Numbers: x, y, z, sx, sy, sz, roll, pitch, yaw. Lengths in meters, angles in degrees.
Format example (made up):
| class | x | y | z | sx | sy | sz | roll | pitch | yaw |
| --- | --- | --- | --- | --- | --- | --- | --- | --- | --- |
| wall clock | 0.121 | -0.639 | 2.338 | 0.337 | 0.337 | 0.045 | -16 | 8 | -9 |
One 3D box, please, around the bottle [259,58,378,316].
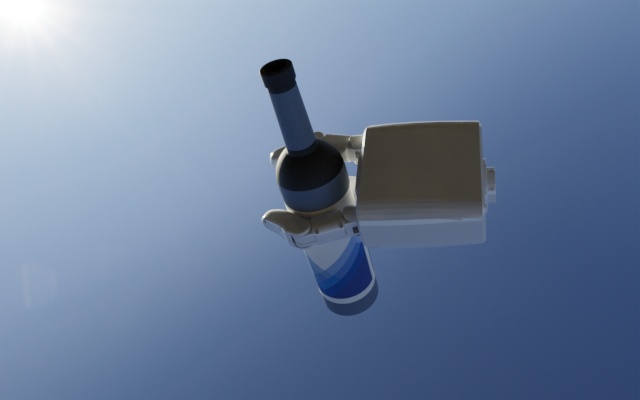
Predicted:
| class | x | y | z | sx | sy | sz | roll | pitch | yaw |
| --- | --- | --- | --- | --- | --- | --- | --- | --- | --- |
| bottle | 0.000 | 0.002 | 0.471 | 0.069 | 0.296 | 0.069 | -11 | 41 | 9 |
